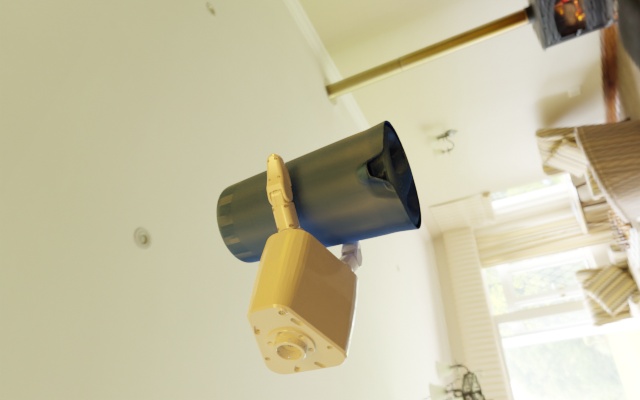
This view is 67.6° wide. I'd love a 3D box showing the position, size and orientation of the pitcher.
[{"bbox_3d":[0.000,0.002,0.610,0.243,0.149,0.145,-17,36,21],"label":"pitcher"}]
